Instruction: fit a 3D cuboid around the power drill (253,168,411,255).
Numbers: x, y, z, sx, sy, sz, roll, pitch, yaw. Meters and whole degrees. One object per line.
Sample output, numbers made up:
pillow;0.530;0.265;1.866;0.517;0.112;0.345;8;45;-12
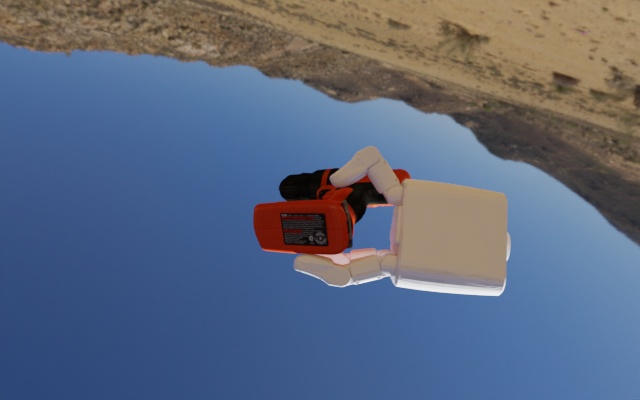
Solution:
power drill;0.000;0.002;0.565;0.184;0.057;0.187;-2;17;26
